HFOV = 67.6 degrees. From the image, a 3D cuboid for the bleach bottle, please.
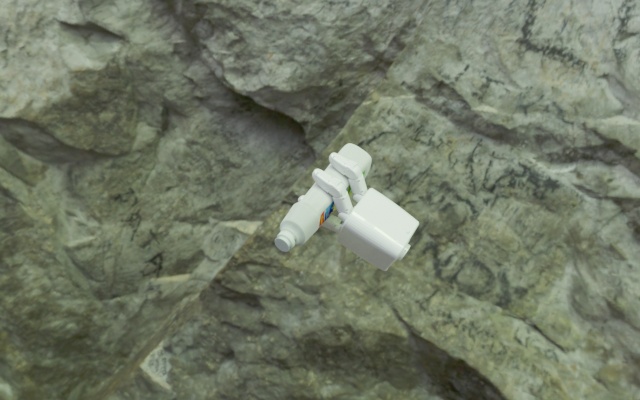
[{"bbox_3d":[0.000,0.003,0.836,0.068,0.103,0.250,34,50,8],"label":"bleach bottle"}]
